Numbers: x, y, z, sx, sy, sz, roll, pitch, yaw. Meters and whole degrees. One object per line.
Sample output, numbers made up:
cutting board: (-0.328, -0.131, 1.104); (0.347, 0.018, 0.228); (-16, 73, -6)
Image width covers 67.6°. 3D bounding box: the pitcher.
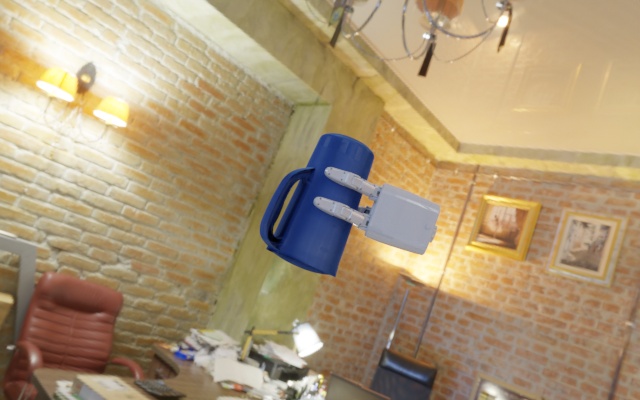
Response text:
pitcher: (0.000, 0.003, 0.854); (0.145, 0.243, 0.149); (21, -9, 8)
